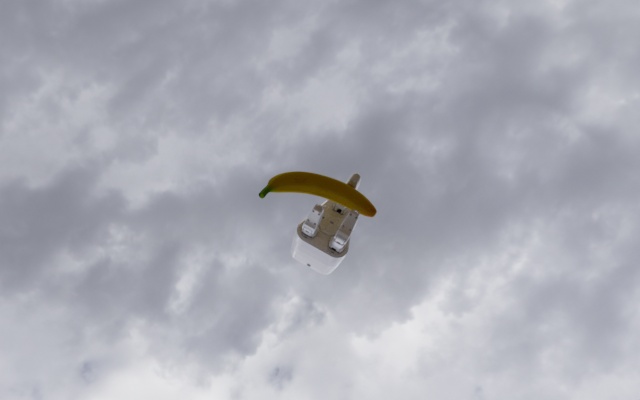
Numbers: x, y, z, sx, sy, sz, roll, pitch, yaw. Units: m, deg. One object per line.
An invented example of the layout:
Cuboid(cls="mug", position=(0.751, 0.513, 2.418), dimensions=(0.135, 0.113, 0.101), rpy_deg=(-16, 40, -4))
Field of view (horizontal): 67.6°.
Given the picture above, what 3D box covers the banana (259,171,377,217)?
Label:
Cuboid(cls="banana", position=(-0.003, -0.014, 0.794), dimensions=(0.198, 0.069, 0.037), rpy_deg=(9, -32, -11))
